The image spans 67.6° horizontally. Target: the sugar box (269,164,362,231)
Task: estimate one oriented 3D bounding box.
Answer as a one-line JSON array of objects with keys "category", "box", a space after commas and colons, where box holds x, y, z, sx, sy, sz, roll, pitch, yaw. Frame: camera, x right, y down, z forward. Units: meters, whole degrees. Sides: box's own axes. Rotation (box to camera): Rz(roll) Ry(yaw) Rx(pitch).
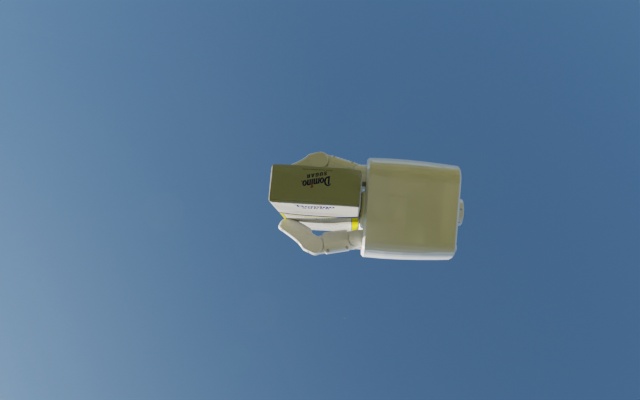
[{"category": "sugar box", "box": [0.000, 0.001, 0.555, 0.093, 0.048, 0.176, 4, -14, 4]}]
